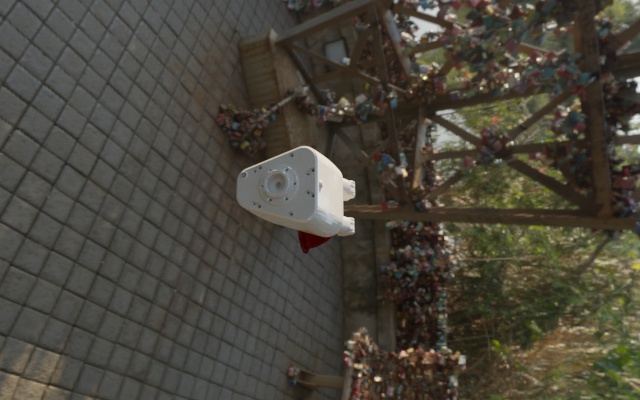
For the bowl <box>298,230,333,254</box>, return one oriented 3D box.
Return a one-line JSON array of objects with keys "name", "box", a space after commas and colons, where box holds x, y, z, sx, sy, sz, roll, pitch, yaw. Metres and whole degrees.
[{"name": "bowl", "box": [0.001, 0.002, 0.751, 0.055, 0.162, 0.162, -2, 0, 6]}]
